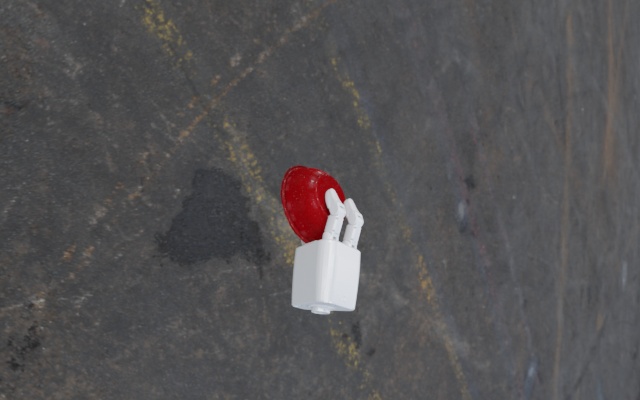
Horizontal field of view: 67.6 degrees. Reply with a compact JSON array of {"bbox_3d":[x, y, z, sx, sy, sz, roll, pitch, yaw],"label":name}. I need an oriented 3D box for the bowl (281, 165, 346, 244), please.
[{"bbox_3d":[0.000,0.001,0.884,0.055,0.162,0.162,-21,-12,33],"label":"bowl"}]
